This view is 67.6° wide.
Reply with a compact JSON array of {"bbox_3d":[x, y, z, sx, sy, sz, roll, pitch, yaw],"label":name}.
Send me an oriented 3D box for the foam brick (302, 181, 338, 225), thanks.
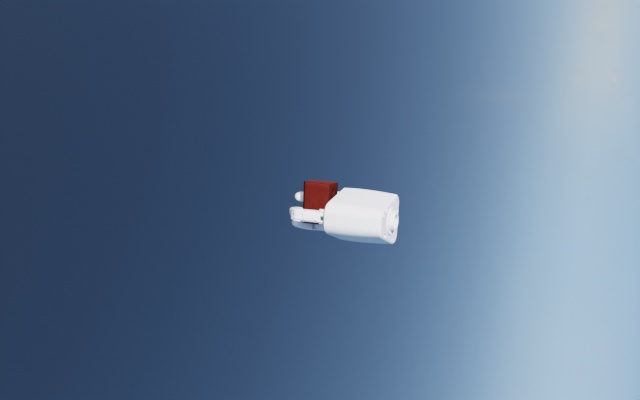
[{"bbox_3d":[0.000,0.003,0.889,0.051,0.078,0.053,5,8,21],"label":"foam brick"}]
